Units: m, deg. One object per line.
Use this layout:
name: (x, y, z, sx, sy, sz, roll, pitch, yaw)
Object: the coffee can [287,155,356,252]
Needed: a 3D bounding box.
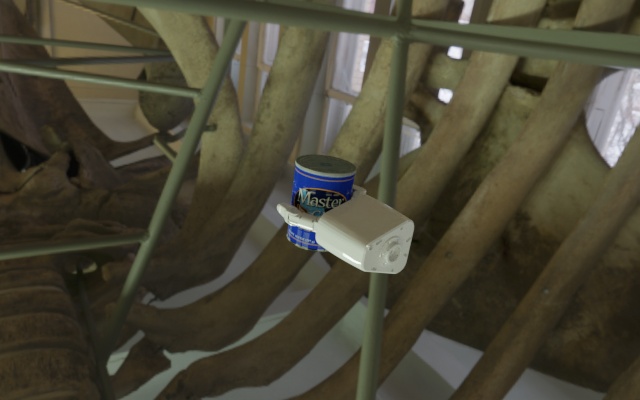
coffee can: (0.000, 0.002, 0.821, 0.103, 0.140, 0.102, 7, 21, -3)
